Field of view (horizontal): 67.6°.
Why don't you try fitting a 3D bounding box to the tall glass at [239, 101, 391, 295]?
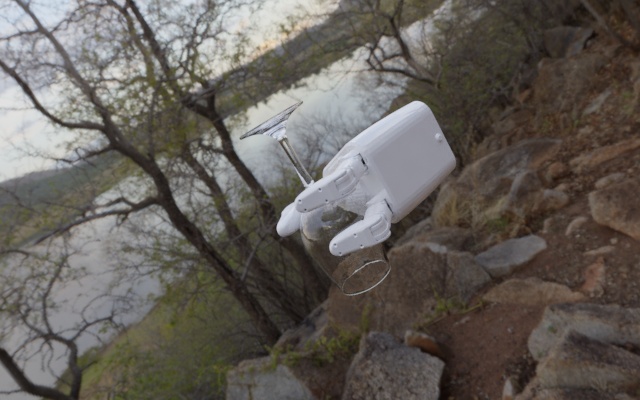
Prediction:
[{"bbox_3d":[0.000,0.001,0.502,0.079,0.201,0.079,-29,13,7],"label":"tall glass"}]
